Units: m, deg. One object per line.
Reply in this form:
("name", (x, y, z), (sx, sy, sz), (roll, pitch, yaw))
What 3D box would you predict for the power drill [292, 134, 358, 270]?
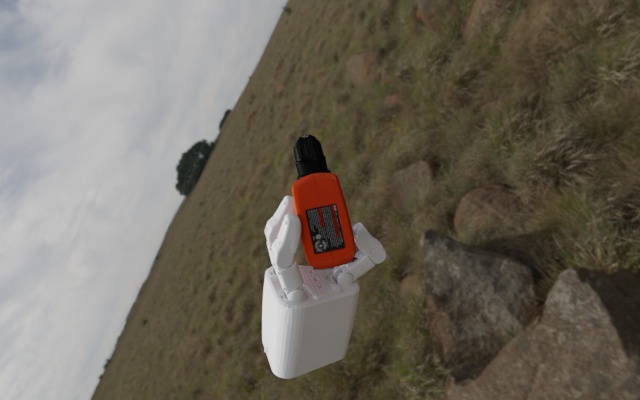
("power drill", (0.000, 0.002, 0.604), (0.057, 0.184, 0.187), (-14, 4, 2))
